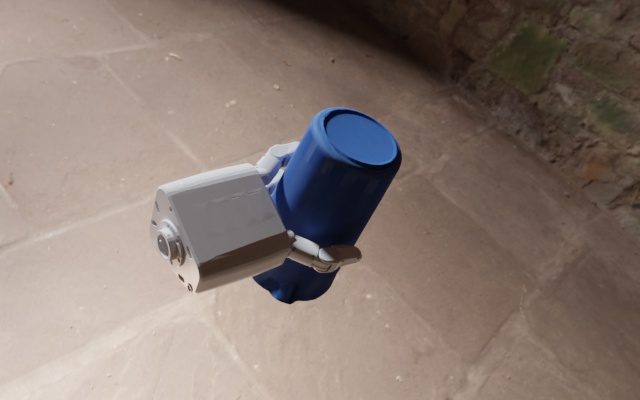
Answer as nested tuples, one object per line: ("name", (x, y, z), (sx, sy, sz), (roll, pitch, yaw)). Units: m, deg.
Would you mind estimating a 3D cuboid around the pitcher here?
("pitcher", (0.000, 0.002, 0.596), (0.145, 0.149, 0.243), (-15, -32, -38))
